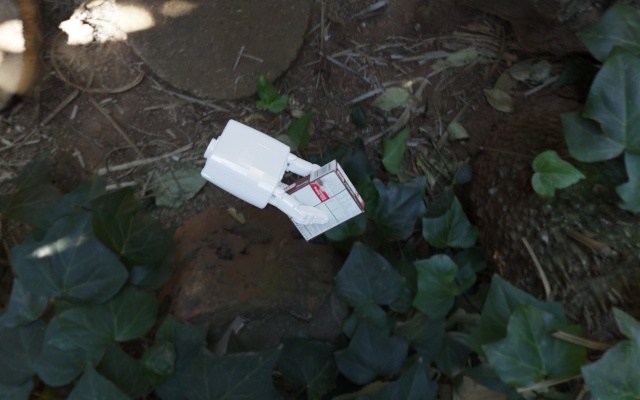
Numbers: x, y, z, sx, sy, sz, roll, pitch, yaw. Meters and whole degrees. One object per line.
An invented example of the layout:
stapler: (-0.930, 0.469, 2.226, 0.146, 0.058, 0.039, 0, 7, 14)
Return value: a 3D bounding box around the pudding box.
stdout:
pudding box: (0.000, 0.003, 0.760, 0.113, 0.090, 0.039, -28, 24, 18)
